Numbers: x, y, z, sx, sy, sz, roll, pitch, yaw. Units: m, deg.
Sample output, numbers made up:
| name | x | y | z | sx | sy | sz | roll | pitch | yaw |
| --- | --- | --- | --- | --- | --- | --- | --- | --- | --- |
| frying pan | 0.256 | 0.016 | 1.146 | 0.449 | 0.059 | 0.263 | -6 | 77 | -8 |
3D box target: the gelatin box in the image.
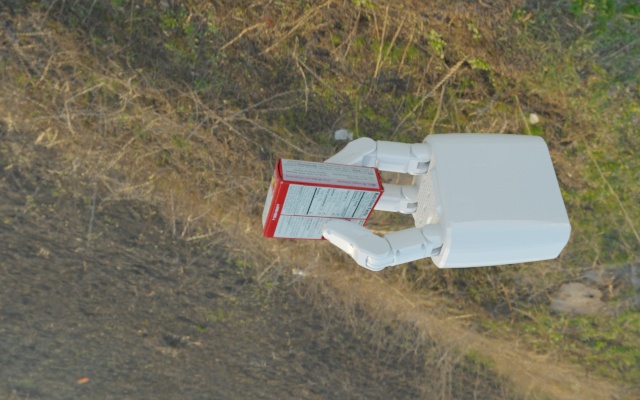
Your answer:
| name | x | y | z | sx | sy | sz | roll | pitch | yaw |
| --- | --- | --- | --- | --- | --- | --- | --- | --- | --- |
| gelatin box | 0.000 | 0.002 | 0.407 | 0.089 | 0.030 | 0.073 | 4 | -41 | -17 |
